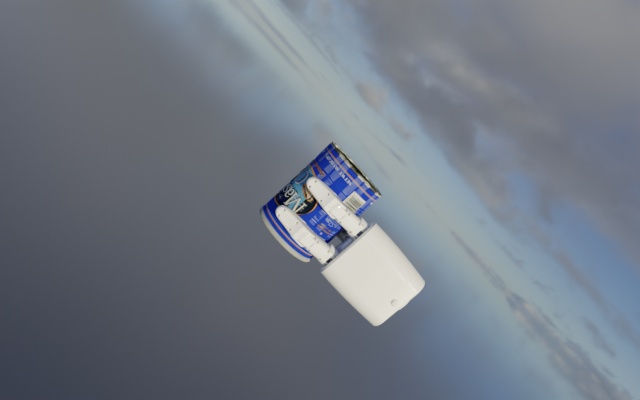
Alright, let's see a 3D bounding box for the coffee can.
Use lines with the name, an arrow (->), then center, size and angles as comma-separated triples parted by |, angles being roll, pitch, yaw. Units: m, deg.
coffee can -> 0.000, 0.002, 0.669 | 0.140, 0.103, 0.103 | -42, -8, 9
